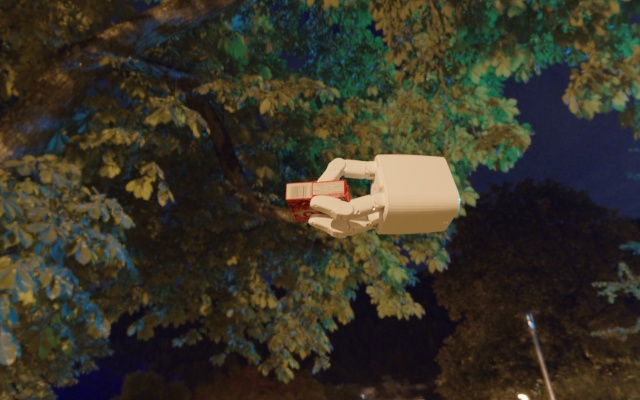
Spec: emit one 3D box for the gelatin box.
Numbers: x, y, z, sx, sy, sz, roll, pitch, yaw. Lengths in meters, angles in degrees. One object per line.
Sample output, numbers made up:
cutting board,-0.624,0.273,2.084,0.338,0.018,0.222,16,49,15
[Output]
gelatin box,0.000,0.002,0.702,0.089,0.030,0.073,-3,-28,9
